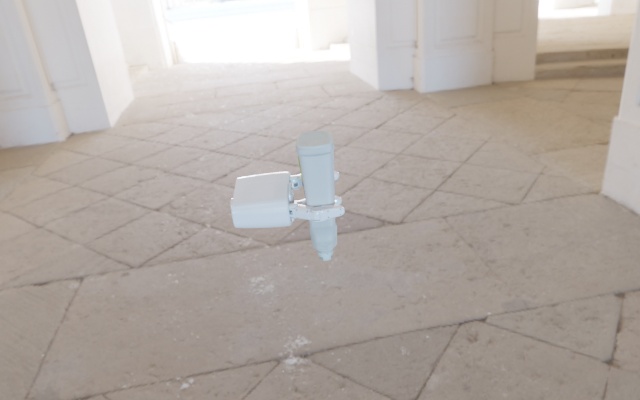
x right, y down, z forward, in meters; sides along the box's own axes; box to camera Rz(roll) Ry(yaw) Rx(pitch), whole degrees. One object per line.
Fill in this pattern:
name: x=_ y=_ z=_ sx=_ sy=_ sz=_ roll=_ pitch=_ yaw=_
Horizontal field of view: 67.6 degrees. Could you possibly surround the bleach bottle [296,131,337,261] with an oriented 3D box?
bleach bottle: x=0.000 y=0.003 z=0.899 sx=0.068 sy=0.251 sz=0.102 roll=-5 pitch=24 yaw=1
